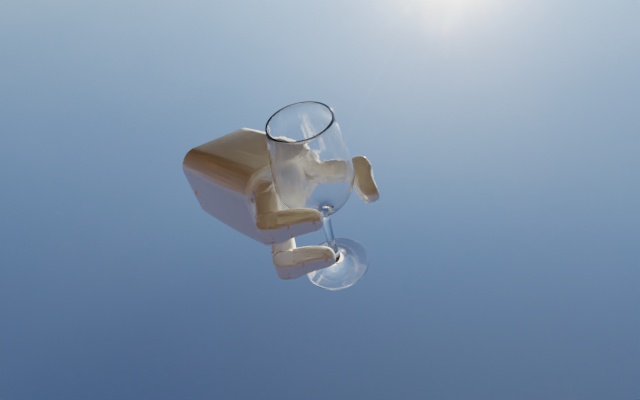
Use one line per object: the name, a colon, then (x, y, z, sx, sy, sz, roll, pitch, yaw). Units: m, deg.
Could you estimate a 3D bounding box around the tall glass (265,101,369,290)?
tall glass: (0.000, 0.002, 0.482, 0.079, 0.201, 0.079, -8, 43, 7)
